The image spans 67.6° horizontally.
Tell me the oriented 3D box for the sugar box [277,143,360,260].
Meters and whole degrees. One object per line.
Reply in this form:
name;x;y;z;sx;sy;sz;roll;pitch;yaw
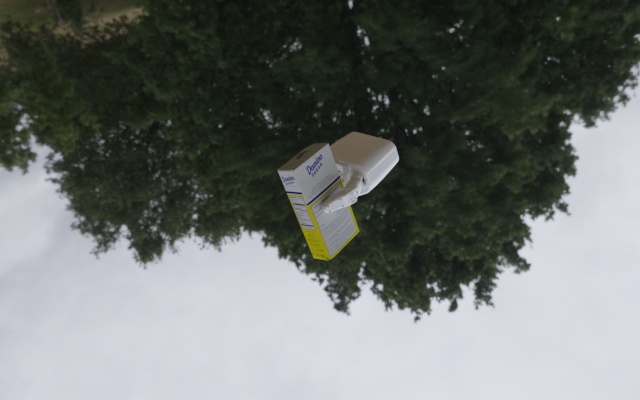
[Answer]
sugar box;0.000;0.003;0.794;0.048;0.176;0.093;2;33;44
